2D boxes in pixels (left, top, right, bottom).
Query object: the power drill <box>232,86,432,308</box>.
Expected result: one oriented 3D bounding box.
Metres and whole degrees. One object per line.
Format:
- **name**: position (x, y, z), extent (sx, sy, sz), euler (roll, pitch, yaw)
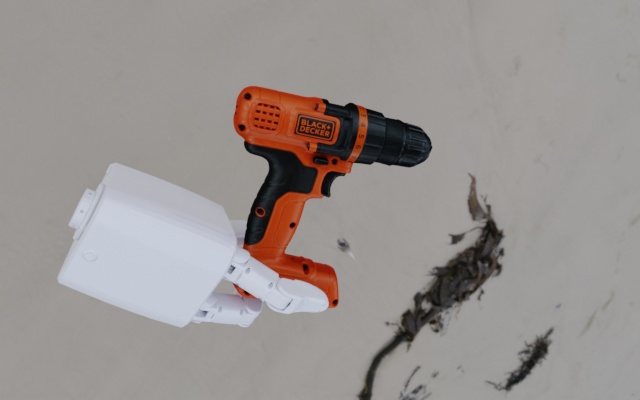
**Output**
- **power drill**: position (0.000, 0.002, 0.441), extent (0.184, 0.188, 0.057), euler (10, 10, -14)
